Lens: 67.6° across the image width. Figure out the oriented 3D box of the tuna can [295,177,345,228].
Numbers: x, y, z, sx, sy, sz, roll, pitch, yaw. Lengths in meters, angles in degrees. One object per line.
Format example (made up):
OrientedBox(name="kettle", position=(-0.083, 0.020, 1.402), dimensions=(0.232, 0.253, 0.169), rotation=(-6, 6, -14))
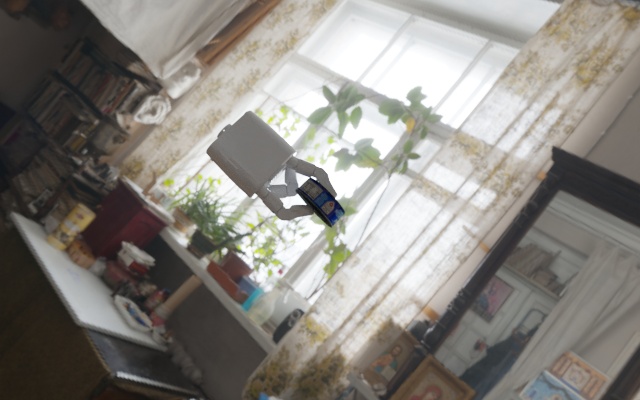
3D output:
OrientedBox(name="tuna can", position=(0.001, 0.002, 0.782), dimensions=(0.034, 0.086, 0.086), rotation=(-44, 6, -7))
